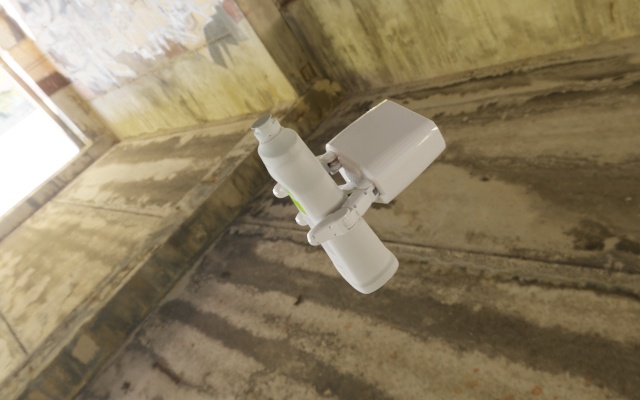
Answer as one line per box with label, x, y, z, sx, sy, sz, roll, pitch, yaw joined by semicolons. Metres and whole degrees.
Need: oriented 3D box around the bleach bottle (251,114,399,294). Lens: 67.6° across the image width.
bleach bottle;0.000;0.002;0.595;0.068;0.251;0.102;-40;28;-9
